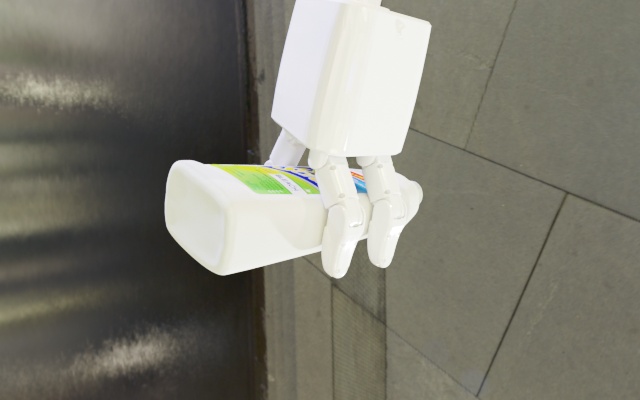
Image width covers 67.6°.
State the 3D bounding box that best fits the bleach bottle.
[{"bbox_3d":[0.000,0.001,0.430,0.251,0.068,0.102,-7,27,-43],"label":"bleach bottle"}]
